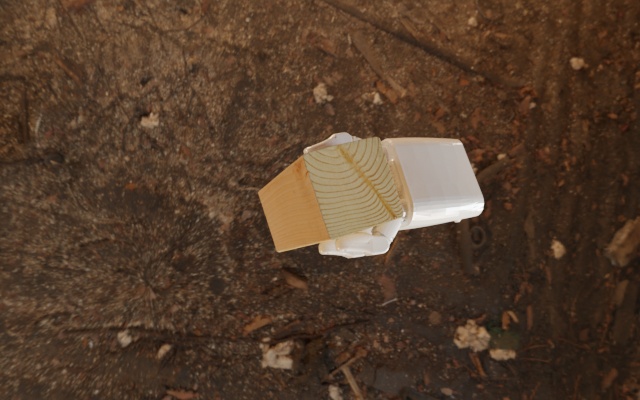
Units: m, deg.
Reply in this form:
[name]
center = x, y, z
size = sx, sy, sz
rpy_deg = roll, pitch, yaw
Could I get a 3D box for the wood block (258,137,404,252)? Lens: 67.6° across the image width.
[wood block]
center = 0.000, 0.001, 0.572
size = 0.090, 0.091, 0.206
rpy_deg = -16, -4, -22
